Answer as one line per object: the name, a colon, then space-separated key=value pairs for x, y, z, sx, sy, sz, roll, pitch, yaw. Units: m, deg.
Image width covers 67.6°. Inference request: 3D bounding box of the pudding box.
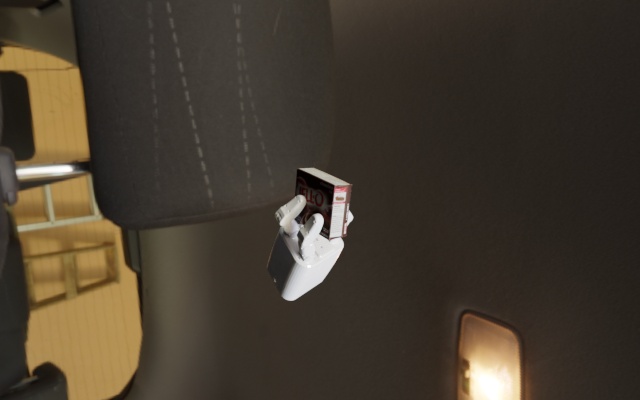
pudding box: x=0.000 y=0.003 z=0.771 sx=0.039 sy=0.090 sz=0.113 roll=-8 pitch=21 yaw=-36
